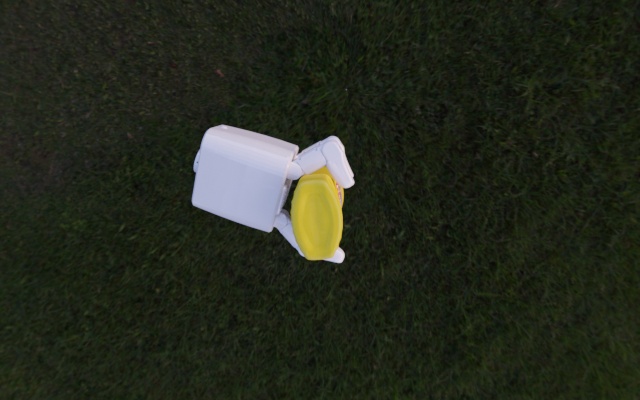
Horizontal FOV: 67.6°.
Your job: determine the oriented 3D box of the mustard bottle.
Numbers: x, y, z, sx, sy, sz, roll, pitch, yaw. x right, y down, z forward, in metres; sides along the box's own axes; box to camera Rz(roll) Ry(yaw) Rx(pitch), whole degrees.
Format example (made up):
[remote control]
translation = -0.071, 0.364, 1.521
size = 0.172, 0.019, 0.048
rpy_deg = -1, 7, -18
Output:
[mustard bottle]
translation = 0.000, 0.002, 0.620
size = 0.058, 0.096, 0.191
rpy_deg = -6, 13, 4
